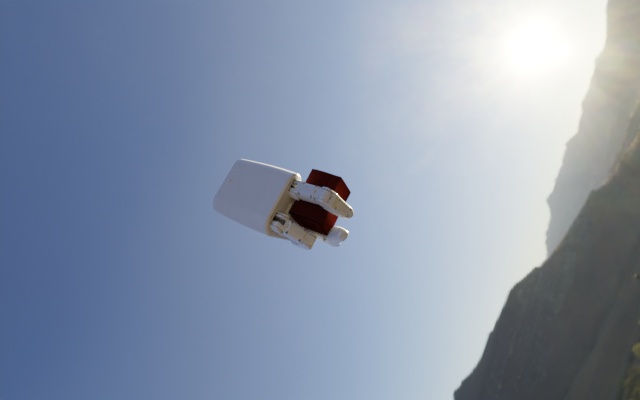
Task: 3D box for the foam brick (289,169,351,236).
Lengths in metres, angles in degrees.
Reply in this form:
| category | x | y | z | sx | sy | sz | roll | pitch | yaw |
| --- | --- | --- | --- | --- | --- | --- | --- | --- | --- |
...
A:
| category | x | y | z | sx | sy | sz | roll | pitch | yaw |
| --- | --- | --- | --- | --- | --- | --- | --- | --- | --- |
| foam brick | 0.000 | 0.002 | 0.698 | 0.051 | 0.078 | 0.053 | 19 | -19 | 27 |
